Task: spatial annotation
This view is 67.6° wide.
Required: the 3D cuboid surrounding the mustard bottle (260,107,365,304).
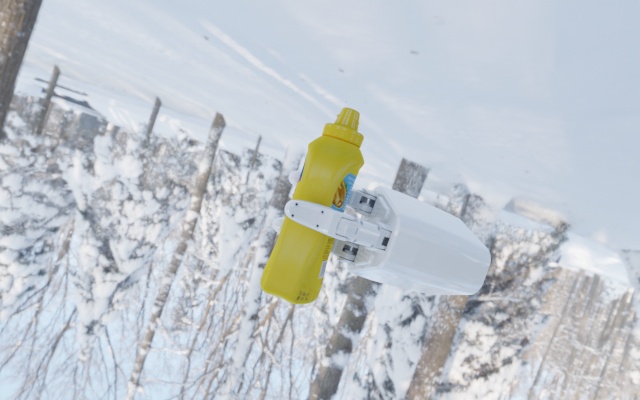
[{"bbox_3d":[0.000,0.002,0.472,0.058,0.191,0.096,20,1,11],"label":"mustard bottle"}]
